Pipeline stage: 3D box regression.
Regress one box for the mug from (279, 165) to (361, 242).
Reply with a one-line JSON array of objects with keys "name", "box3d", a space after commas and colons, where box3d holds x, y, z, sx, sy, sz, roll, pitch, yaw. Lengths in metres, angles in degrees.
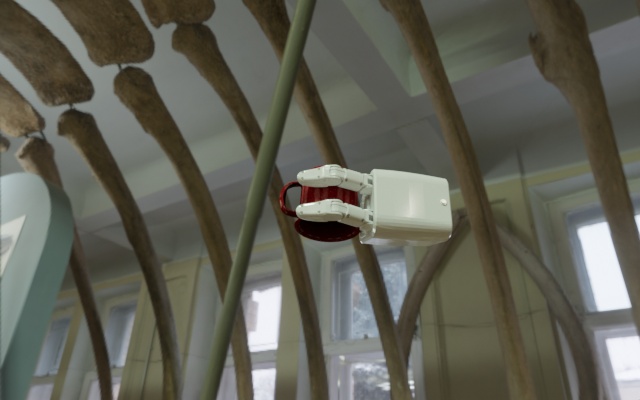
[{"name": "mug", "box3d": [-0.001, 0.002, 0.678, 0.117, 0.081, 0.093, 6, -30, -6]}]
